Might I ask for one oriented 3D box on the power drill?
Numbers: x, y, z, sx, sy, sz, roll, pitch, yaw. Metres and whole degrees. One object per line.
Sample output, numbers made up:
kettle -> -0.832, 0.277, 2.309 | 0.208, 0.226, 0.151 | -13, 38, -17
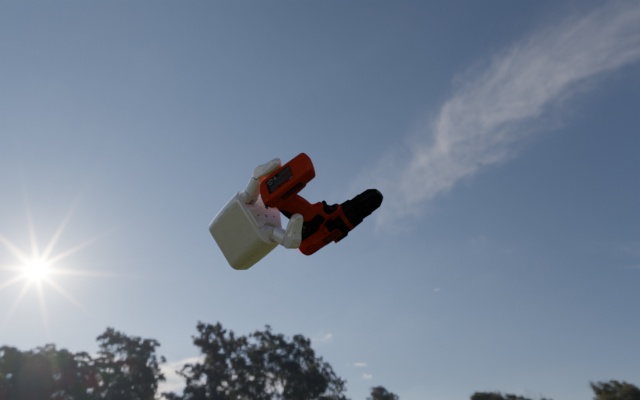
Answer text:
power drill -> 0.000, 0.003, 0.831 | 0.184, 0.057, 0.188 | -36, -49, 9
